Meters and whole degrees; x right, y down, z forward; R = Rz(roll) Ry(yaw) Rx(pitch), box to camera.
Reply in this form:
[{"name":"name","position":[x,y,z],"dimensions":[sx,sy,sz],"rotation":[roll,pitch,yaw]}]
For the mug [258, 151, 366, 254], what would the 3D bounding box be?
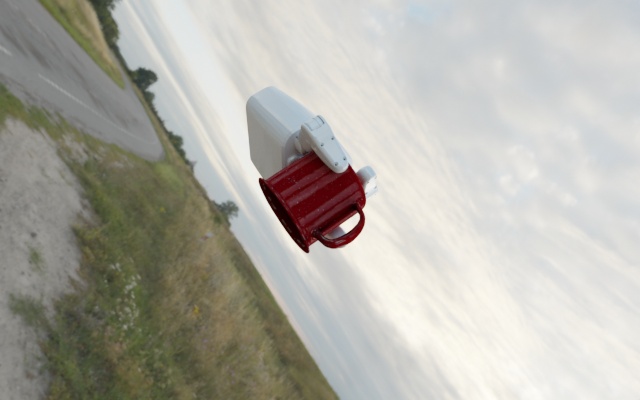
[{"name":"mug","position":[0.001,0.002,0.493],"dimensions":[0.081,0.093,0.117],"rotation":[-33,50,-12]}]
